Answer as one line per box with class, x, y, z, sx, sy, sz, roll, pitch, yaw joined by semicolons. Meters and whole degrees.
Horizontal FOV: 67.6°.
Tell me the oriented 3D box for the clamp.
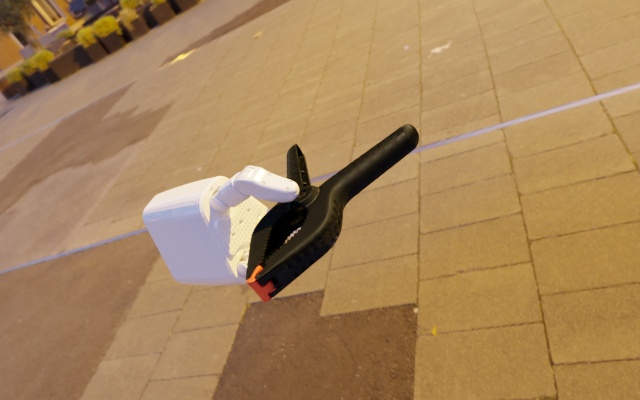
clamp;-0.001;0.001;0.451;0.164;0.036;0.209;-11;38;36
